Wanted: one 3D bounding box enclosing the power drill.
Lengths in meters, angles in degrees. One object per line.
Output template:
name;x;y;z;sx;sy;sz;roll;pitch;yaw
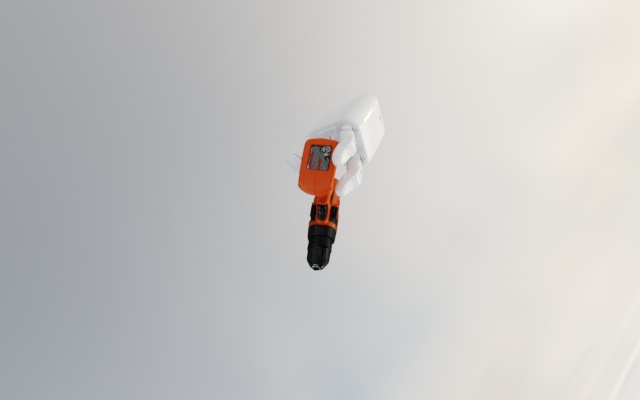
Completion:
power drill;0.000;0.002;0.797;0.057;0.184;0.188;4;-32;5
